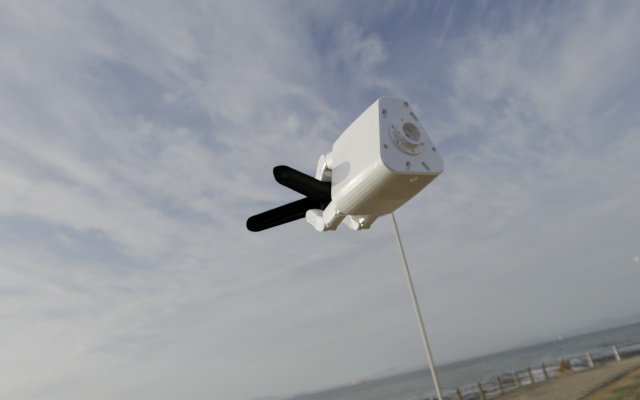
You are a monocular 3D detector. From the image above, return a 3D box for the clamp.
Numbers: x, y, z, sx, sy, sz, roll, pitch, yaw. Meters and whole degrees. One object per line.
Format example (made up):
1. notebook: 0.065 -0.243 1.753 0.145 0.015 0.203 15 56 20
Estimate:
1. clamp: 0.001 0.001 0.689 0.210 0.036 0.165 1 -27 -30
